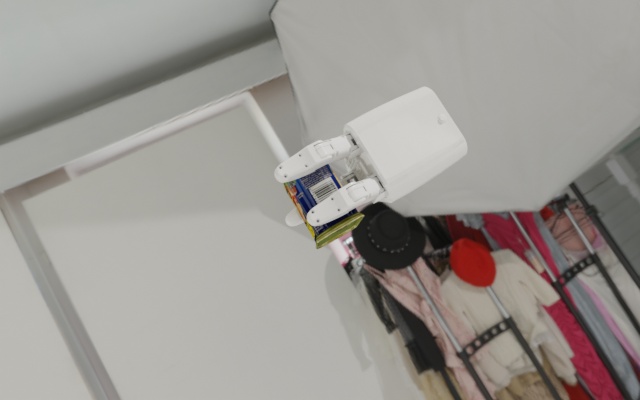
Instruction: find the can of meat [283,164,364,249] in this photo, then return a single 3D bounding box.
[{"bbox_3d":[0.000,0.002,0.534,0.057,0.084,0.102,-30,-9,-6],"label":"can of meat"}]
